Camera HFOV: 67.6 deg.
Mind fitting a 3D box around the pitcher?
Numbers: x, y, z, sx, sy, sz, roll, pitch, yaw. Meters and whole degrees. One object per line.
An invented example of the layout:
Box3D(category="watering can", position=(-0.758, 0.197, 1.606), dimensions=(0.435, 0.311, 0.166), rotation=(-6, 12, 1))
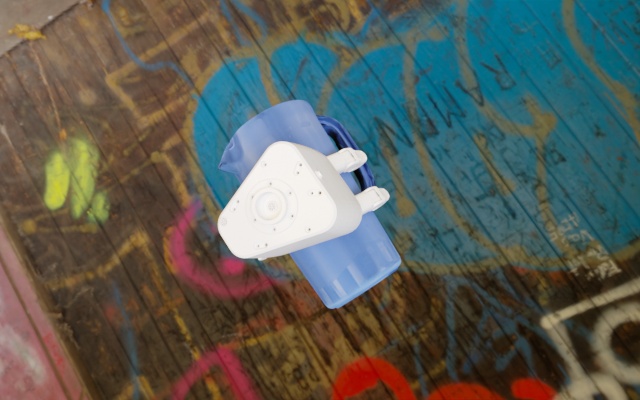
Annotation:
Box3D(category="pitcher", position=(0.000, 0.002, 0.603), dimensions=(0.149, 0.243, 0.145), rotation=(-35, -10, 11))
